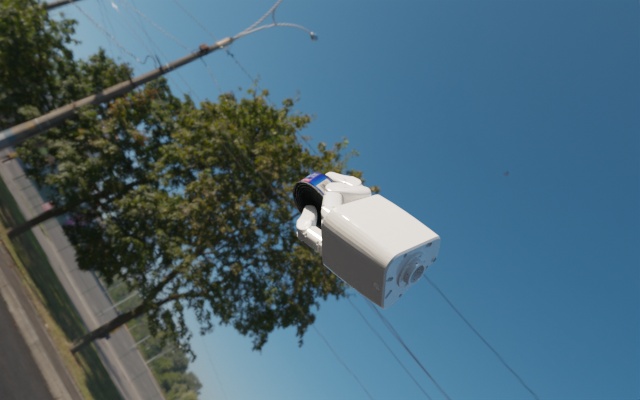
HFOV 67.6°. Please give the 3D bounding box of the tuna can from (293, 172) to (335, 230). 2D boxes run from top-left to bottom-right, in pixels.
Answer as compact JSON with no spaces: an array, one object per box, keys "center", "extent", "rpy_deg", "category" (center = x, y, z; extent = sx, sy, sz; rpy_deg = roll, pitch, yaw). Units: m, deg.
[{"center":[0.000,0.002,0.702],"extent":[0.033,0.086,0.086],"rpy_deg":[-35,19,-29],"category":"tuna can"}]
